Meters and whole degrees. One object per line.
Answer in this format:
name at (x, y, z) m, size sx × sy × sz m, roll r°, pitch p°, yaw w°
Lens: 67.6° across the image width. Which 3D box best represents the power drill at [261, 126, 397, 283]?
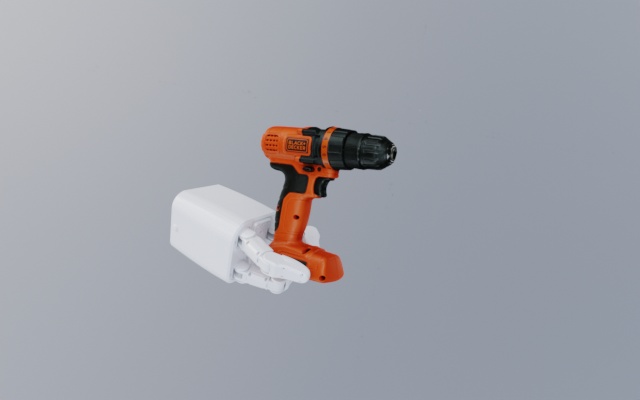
power drill at (0.000, 0.002, 0.593) m, size 0.184 × 0.187 × 0.057 m, roll 10°, pitch 6°, yaw 34°
